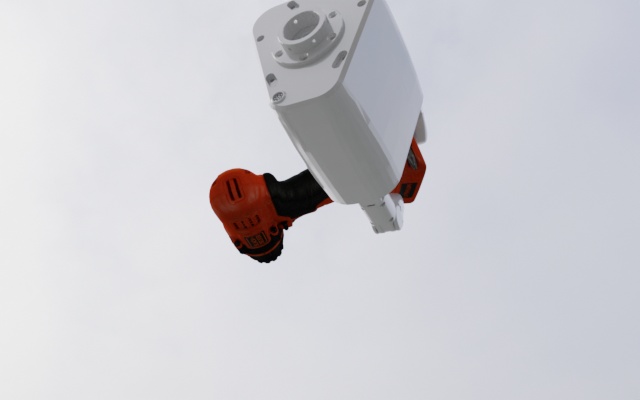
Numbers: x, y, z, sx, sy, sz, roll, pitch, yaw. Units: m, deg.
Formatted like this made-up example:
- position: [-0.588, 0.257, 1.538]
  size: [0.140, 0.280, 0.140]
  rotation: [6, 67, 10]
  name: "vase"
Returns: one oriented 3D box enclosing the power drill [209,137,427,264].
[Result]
- position: [0.000, 0.001, 0.458]
  size: [0.187, 0.057, 0.184]
  rotation: [-21, -18, -5]
  name: "power drill"
